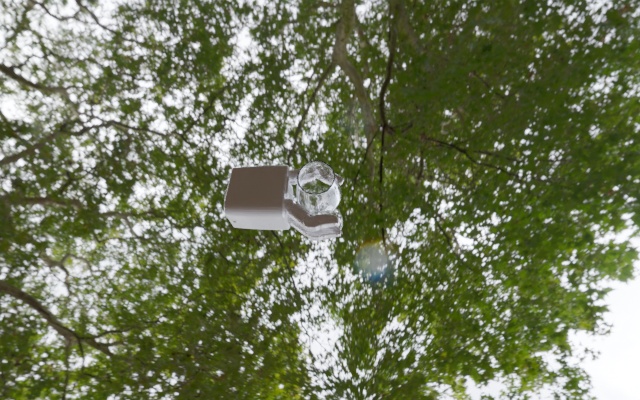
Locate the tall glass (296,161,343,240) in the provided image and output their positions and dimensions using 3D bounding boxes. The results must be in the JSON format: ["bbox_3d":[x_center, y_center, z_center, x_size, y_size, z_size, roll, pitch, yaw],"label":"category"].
[{"bbox_3d":[0.000,0.003,0.862,0.079,0.079,0.201,0,-24,4],"label":"tall glass"}]
